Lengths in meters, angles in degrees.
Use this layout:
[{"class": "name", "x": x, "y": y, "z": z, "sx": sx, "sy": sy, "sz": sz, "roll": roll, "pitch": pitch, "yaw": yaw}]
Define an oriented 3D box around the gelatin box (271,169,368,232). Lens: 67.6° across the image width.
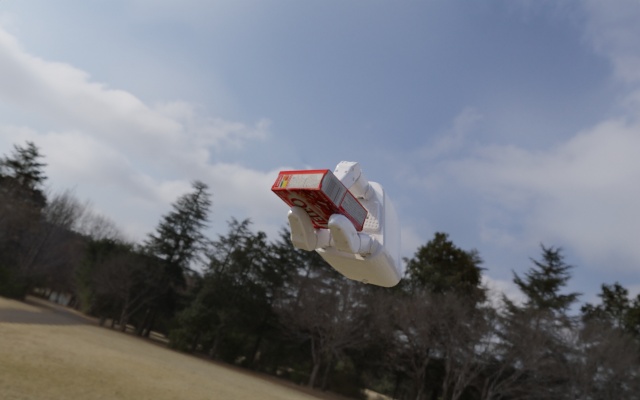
[{"class": "gelatin box", "x": 0.000, "y": 0.001, "z": 0.535, "sx": 0.073, "sy": 0.030, "sz": 0.089, "roll": 2, "pitch": -32, "yaw": 41}]
